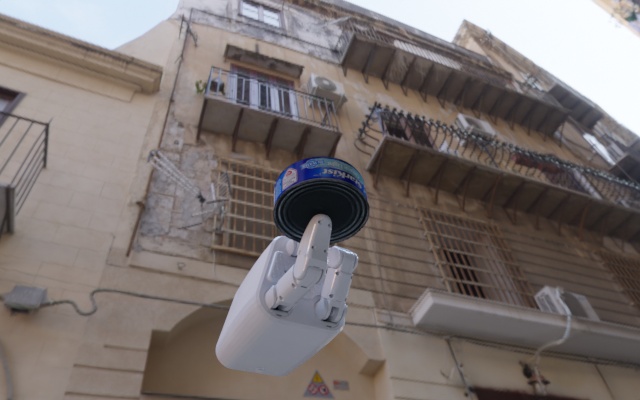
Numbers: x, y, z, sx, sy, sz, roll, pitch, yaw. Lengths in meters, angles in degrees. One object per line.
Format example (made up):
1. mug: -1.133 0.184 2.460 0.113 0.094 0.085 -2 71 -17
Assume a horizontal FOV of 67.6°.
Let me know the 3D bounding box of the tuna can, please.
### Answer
1. tuna can: 0.000 0.001 0.433 0.086 0.033 0.086 -2 -44 -2
